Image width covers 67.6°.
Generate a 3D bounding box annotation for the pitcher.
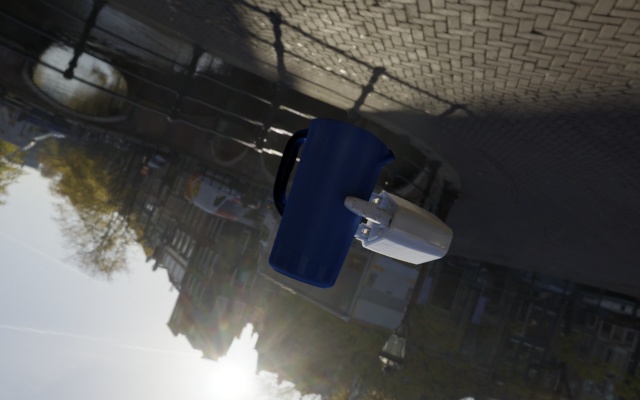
[{"bbox_3d":[0.000,0.003,0.744,0.145,0.243,0.149,21,-5,-15],"label":"pitcher"}]
